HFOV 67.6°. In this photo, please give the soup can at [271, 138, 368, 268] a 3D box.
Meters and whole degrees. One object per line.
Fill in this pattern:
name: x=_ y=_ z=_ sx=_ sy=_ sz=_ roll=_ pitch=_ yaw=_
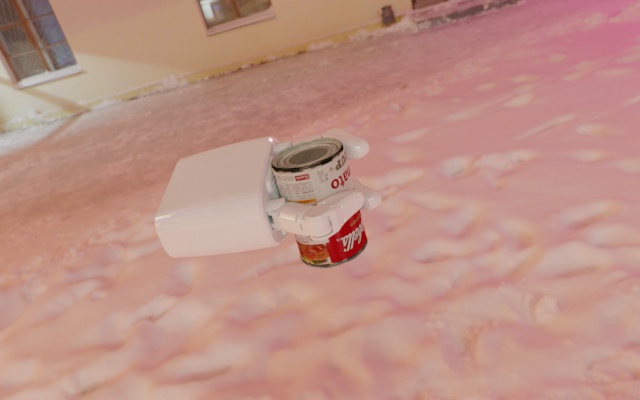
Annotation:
soup can: x=0.000 y=0.001 z=0.442 sx=0.068 sy=0.102 sz=0.068 roll=-13 pitch=25 yaw=6
